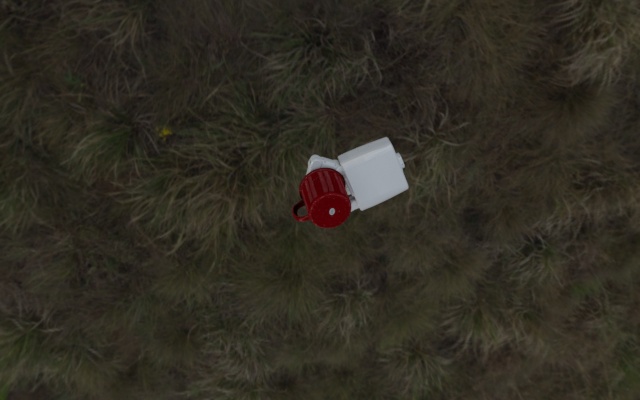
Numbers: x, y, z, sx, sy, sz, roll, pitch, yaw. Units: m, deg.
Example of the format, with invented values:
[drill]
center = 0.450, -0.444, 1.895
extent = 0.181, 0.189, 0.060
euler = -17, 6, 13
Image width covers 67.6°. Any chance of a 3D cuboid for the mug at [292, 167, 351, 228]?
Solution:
[mug]
center = -0.001, 0.004, 0.899
extent = 0.117, 0.093, 0.081
euler = -25, 36, 5
